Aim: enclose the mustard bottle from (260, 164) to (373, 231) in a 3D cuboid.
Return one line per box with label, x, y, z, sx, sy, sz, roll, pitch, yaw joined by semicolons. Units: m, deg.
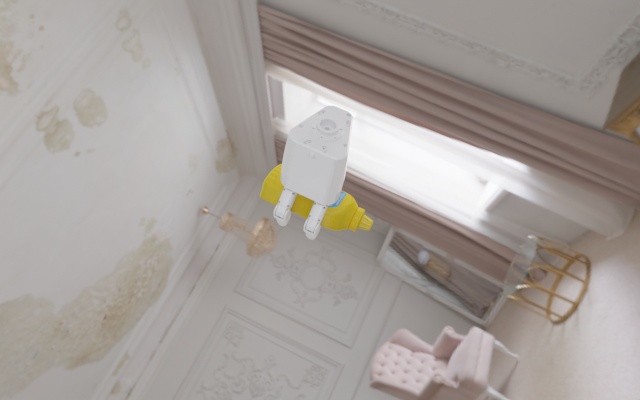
mustard bottle;0.000;0.003;0.819;0.191;0.058;0.096;25;28;9
